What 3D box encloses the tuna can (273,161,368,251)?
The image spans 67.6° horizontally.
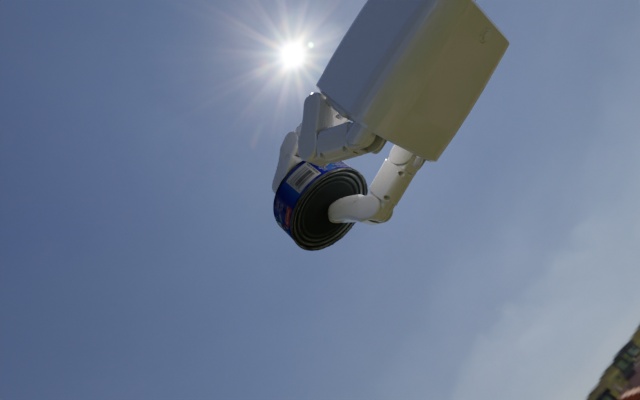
[{"bbox_3d":[0.000,0.001,0.436,0.086,0.086,0.033,0,30,-44],"label":"tuna can"}]
